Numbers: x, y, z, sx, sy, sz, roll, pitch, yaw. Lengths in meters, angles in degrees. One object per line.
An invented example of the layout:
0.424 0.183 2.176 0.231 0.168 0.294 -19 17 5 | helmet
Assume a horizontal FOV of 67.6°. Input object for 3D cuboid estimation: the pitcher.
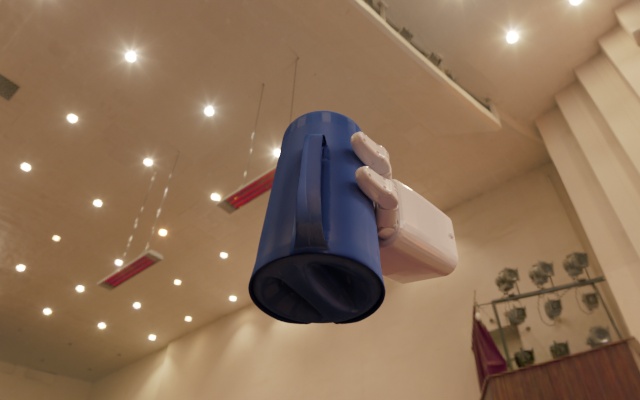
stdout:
0.000 0.002 0.535 0.145 0.242 0.149 30 -50 -26 | pitcher
